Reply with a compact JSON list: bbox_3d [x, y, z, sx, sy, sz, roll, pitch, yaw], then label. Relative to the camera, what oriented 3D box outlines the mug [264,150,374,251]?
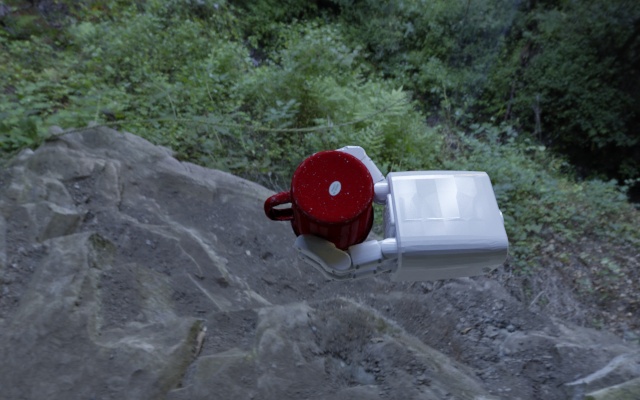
[{"bbox_3d":[-0.001,0.002,0.491,0.117,0.093,0.081,-4,-22,0],"label":"mug"}]
